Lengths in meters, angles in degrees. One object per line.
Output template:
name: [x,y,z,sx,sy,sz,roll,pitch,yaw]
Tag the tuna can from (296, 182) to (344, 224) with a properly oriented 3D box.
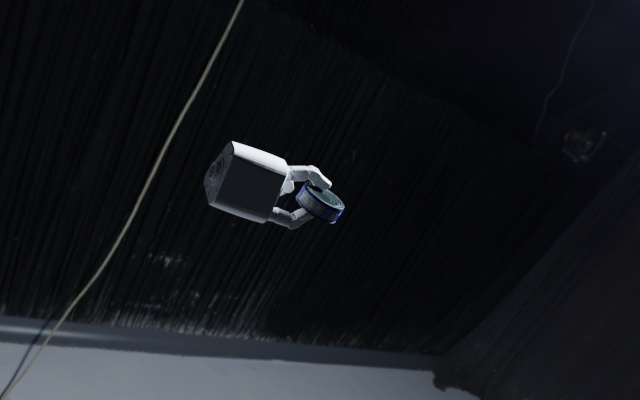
tuna can: [0.000,0.002,0.867,0.086,0.034,0.086,31,17,-11]
